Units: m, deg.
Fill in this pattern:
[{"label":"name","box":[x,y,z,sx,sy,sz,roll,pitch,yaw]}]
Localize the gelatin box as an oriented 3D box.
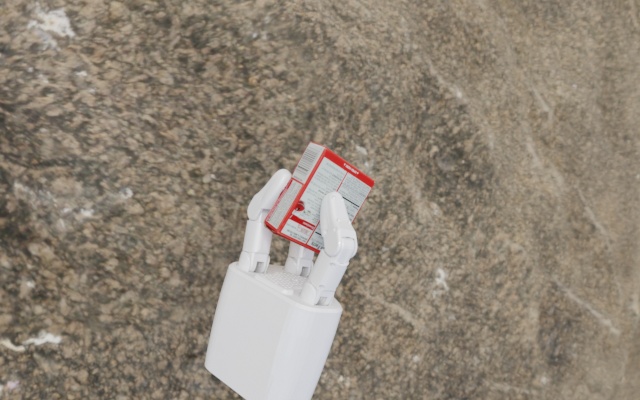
[{"label":"gelatin box","box":[0.000,0.001,0.444,0.073,0.089,0.030,29,1,-39]}]
